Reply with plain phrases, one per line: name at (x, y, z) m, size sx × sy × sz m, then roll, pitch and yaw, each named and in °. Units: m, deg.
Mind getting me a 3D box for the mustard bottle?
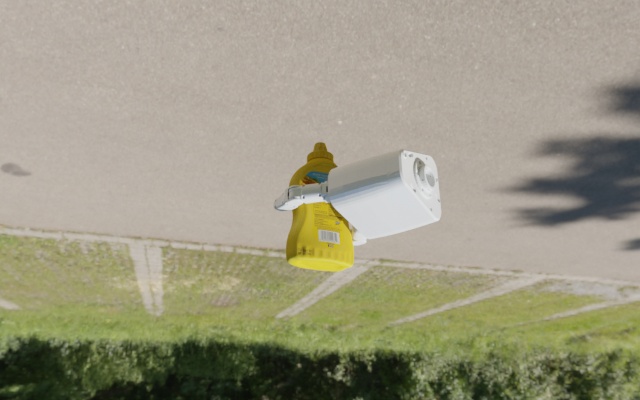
mustard bottle at (0.000, 0.003, 0.695) m, size 0.096 × 0.191 × 0.058 m, roll 11°, pitch -25°, yaw -25°
